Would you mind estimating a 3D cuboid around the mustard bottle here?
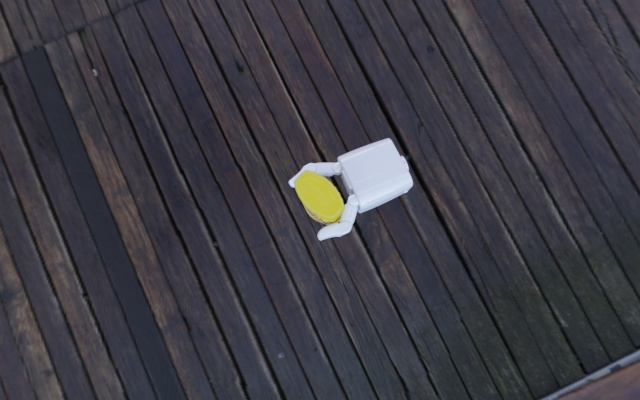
[{"bbox_3d":[0.000,0.003,0.882,0.096,0.058,0.191,43,-5,7],"label":"mustard bottle"}]
